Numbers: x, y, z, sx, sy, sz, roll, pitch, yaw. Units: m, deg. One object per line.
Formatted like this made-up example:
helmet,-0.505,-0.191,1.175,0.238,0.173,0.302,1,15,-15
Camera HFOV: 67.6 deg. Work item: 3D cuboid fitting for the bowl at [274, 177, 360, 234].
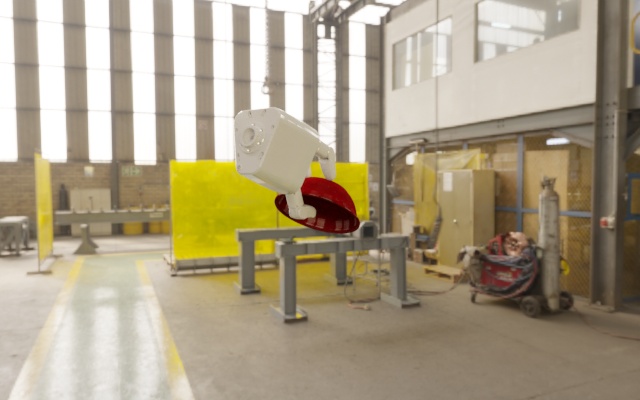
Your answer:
bowl,0.001,0.003,0.874,0.162,0.055,0.162,15,-24,7
